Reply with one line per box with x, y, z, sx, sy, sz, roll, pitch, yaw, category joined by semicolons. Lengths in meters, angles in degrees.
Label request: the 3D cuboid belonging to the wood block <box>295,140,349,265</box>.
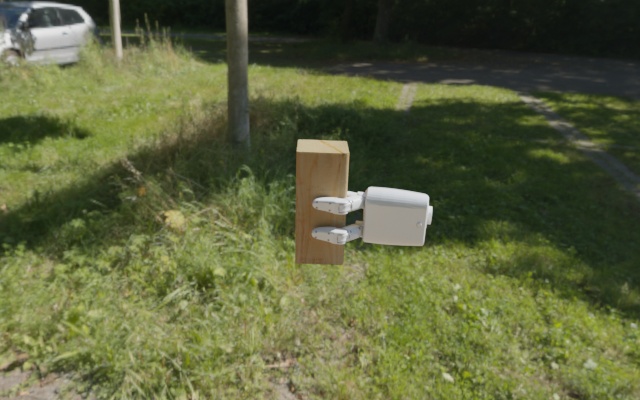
0.001;0.003;0.856;0.090;0.206;0.090;2;20;-1;wood block
